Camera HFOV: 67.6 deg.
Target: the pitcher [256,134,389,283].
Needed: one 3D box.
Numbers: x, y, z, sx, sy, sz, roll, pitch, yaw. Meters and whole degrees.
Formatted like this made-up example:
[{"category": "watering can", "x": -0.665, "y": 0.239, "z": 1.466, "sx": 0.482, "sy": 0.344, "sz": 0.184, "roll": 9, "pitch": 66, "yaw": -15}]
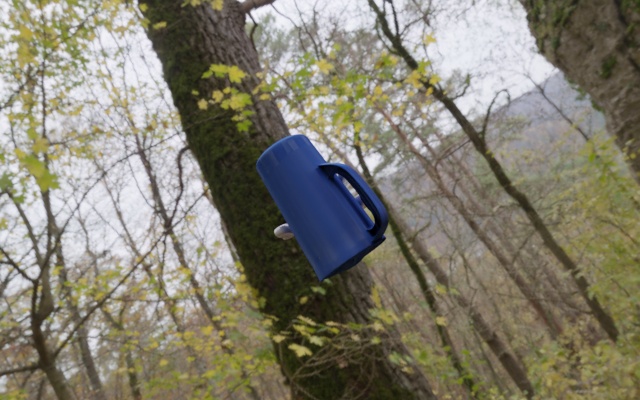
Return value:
[{"category": "pitcher", "x": 0.000, "y": 0.003, "z": 0.818, "sx": 0.149, "sy": 0.242, "sz": 0.145, "roll": -33, "pitch": -12, "yaw": -5}]
